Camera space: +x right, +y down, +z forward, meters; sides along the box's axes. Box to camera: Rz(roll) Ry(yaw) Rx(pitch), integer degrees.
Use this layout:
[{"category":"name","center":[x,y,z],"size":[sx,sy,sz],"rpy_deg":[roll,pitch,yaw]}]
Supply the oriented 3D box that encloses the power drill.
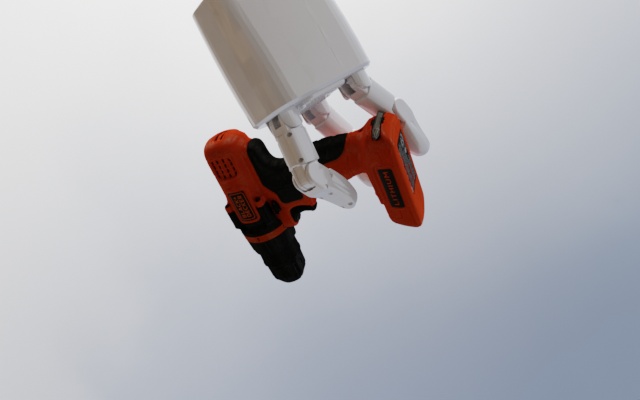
[{"category":"power drill","center":[0.000,0.001,0.462],"size":[0.187,0.184,0.057],"rpy_deg":[-12,33,20]}]
